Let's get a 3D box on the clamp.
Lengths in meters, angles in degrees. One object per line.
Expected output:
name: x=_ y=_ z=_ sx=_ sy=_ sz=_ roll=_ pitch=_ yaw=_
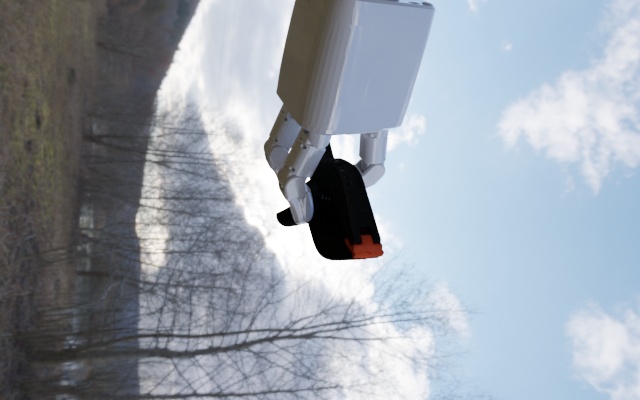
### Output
clamp: x=0.001 y=0.002 z=0.468 sx=0.036 sy=0.165 sz=0.209 roll=-1 pitch=34 yaw=-22
